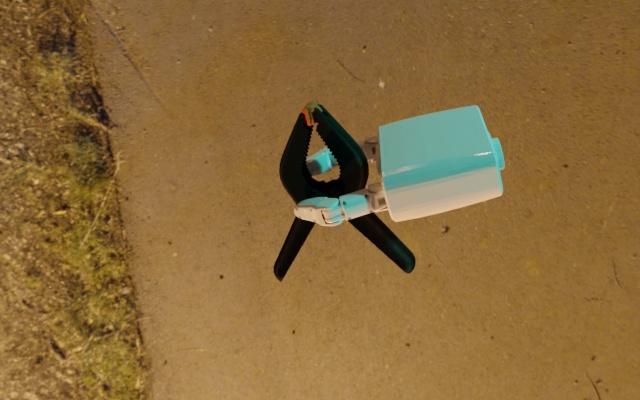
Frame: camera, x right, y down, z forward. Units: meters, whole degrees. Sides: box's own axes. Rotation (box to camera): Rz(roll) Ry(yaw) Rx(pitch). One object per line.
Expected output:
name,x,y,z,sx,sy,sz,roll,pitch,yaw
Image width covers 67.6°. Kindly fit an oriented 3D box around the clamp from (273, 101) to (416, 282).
clamp,0.000,0.002,0.516,0.164,0.210,0.036,-13,22,15
